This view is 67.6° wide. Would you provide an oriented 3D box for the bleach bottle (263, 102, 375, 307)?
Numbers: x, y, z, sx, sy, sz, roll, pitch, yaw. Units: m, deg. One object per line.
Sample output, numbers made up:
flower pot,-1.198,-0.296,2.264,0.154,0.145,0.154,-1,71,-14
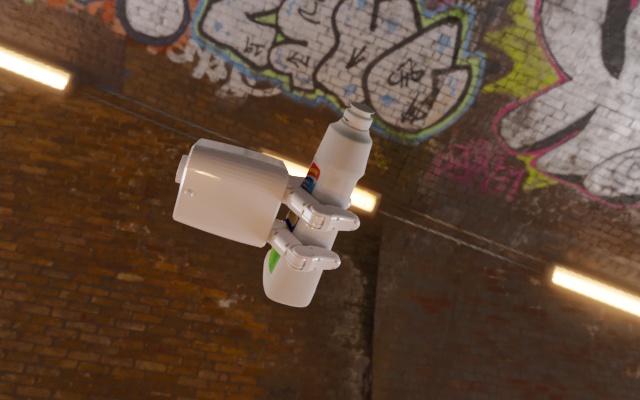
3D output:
bleach bottle,0.000,0.002,0.565,0.068,0.251,0.102,17,26,-12
